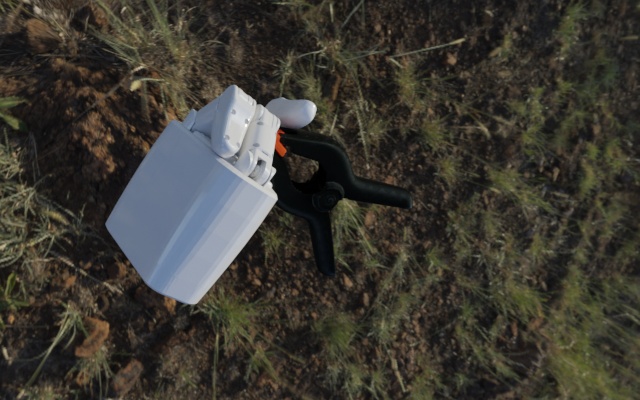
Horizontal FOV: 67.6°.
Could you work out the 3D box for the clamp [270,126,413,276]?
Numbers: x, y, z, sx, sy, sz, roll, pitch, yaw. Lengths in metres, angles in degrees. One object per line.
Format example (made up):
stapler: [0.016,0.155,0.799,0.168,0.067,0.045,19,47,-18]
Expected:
clamp: [0.000,0.002,0.448,0.171,0.120,0.039,35,5,-31]
